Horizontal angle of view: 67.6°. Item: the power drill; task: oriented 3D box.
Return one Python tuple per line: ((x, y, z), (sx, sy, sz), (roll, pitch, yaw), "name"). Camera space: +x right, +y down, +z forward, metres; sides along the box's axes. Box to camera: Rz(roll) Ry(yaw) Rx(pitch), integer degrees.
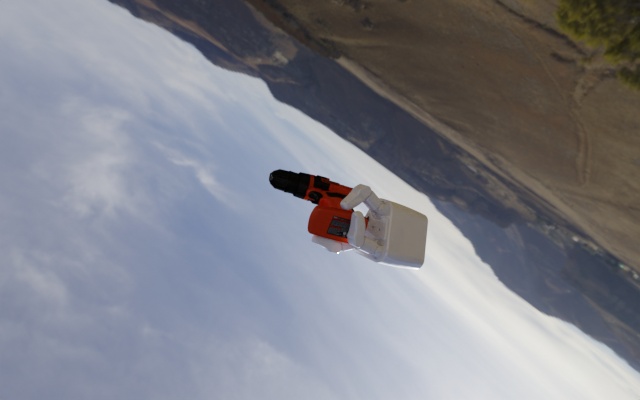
((0.000, 0.003, 0.880), (0.184, 0.057, 0.187), (13, 22, -17), "power drill")
